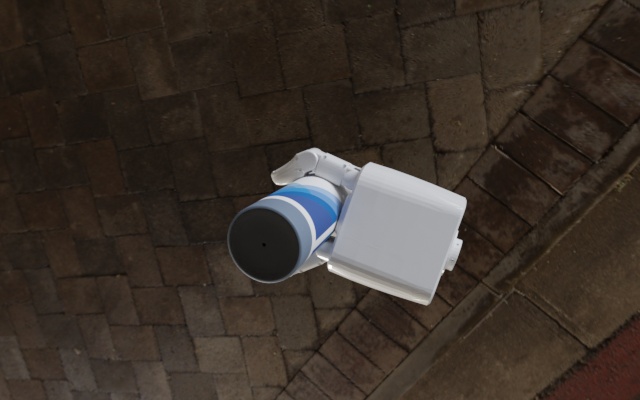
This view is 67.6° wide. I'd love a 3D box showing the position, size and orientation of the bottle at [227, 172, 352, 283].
[{"bbox_3d":[0.000,0.002,0.520,0.069,0.069,0.295,0,13,19],"label":"bottle"}]
